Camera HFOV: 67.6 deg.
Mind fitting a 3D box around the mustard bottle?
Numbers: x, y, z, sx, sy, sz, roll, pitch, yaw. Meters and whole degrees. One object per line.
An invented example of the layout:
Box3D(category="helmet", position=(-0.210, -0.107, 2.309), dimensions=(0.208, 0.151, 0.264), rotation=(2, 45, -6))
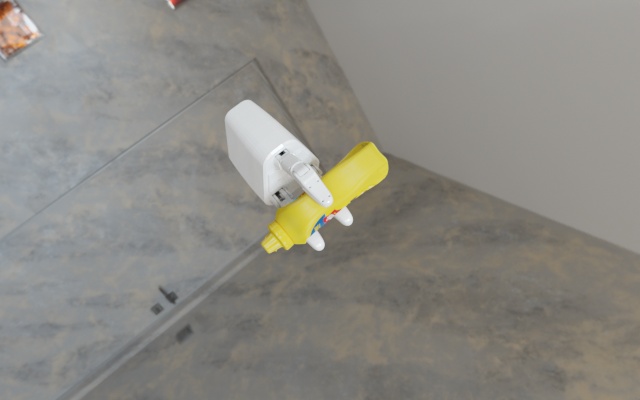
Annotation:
Box3D(category="mustard bottle", position=(0.001, 0.002, 0.635), dimensions=(0.191, 0.058, 0.096), rotation=(-39, -3, -10))
